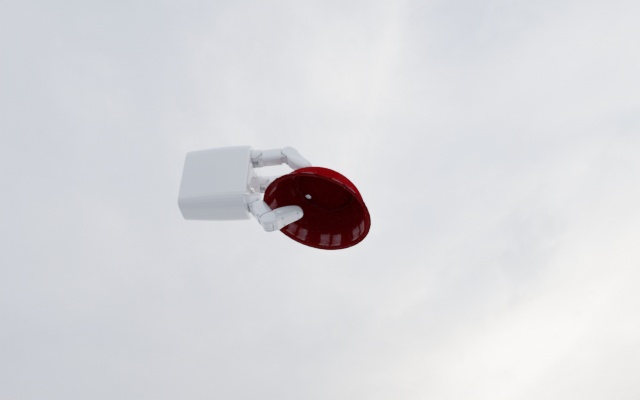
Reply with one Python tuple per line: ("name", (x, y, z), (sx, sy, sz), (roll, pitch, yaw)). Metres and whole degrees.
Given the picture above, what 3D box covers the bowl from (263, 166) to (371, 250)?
("bowl", (0.002, 0.002, 0.706), (0.162, 0.055, 0.162), (11, -42, 10))
